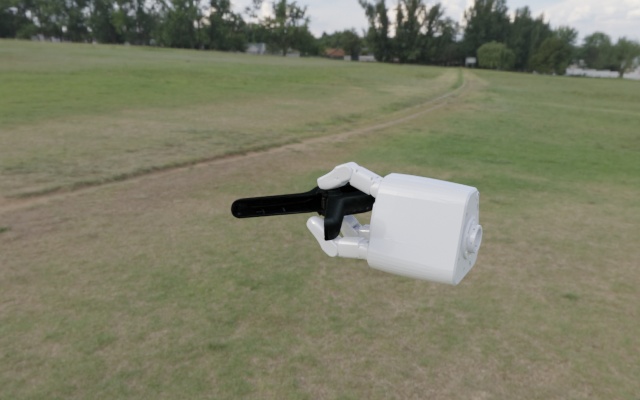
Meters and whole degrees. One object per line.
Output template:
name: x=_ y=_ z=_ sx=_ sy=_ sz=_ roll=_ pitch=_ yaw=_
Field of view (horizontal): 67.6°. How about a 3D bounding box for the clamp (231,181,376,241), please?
clamp: x=0.001 y=0.001 z=0.627 sx=0.164 sy=0.036 sz=0.210 roll=9 pitch=18 yaw=32
